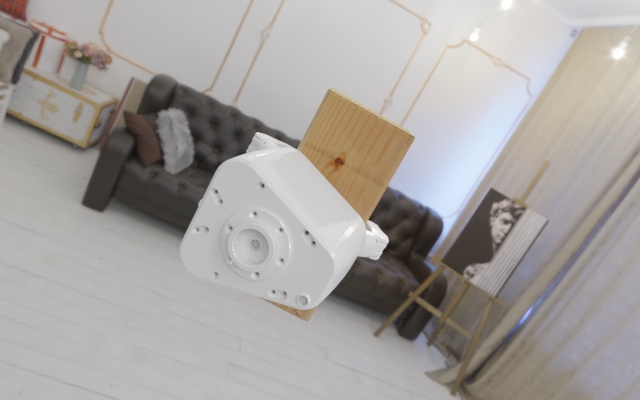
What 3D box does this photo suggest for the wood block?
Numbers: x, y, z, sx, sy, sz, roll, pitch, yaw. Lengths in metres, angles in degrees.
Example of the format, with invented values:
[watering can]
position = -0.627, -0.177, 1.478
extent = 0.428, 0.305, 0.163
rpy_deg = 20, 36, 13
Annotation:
[wood block]
position = 0.000, 0.002, 0.481
extent = 0.091, 0.206, 0.090
rpy_deg = 28, 14, -3
